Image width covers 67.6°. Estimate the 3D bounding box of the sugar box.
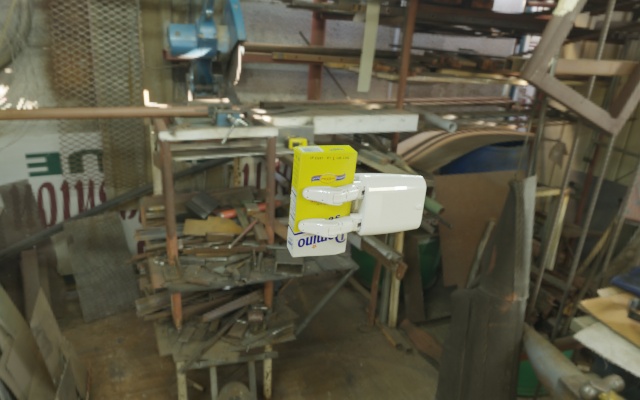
[{"bbox_3d":[0.000,0.003,0.755,0.093,0.176,0.048,-3,22,-17],"label":"sugar box"}]
